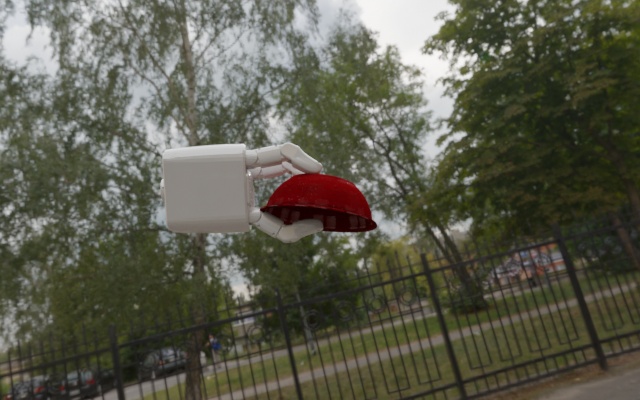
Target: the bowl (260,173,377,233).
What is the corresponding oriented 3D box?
[{"bbox_3d":[0.001,0.002,0.656,0.162,0.055,0.162,7,-13,2],"label":"bowl"}]
